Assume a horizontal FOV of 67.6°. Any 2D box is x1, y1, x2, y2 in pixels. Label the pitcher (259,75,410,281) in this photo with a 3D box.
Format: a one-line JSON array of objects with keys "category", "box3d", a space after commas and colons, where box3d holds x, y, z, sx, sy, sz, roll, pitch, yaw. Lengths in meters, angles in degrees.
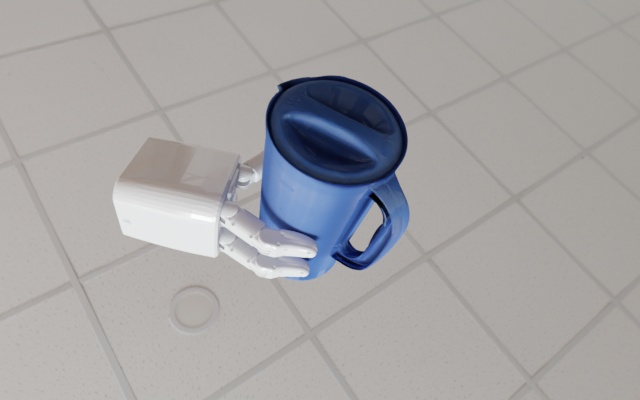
[{"category": "pitcher", "box3d": [0.000, 0.002, 0.522, 0.145, 0.149, 0.243, 11, -35, -6]}]
